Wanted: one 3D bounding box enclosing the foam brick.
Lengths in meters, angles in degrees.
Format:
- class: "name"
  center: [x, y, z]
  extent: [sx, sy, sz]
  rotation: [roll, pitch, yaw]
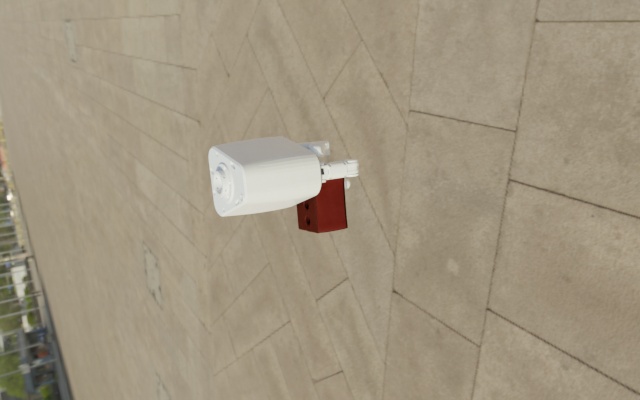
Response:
- class: "foam brick"
  center: [0.000, 0.002, 0.662]
  extent: [0.051, 0.078, 0.053]
  rotation: [-11, 11, -34]
